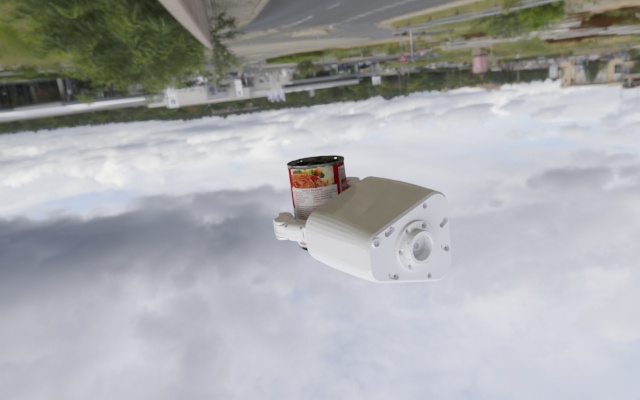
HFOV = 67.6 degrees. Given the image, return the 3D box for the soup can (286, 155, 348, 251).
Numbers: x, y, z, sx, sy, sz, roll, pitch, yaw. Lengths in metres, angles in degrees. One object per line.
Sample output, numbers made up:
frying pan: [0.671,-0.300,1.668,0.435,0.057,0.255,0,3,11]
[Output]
soup can: [0.000,0.002,0.569,0.068,0.102,0.068,-7,14,2]
